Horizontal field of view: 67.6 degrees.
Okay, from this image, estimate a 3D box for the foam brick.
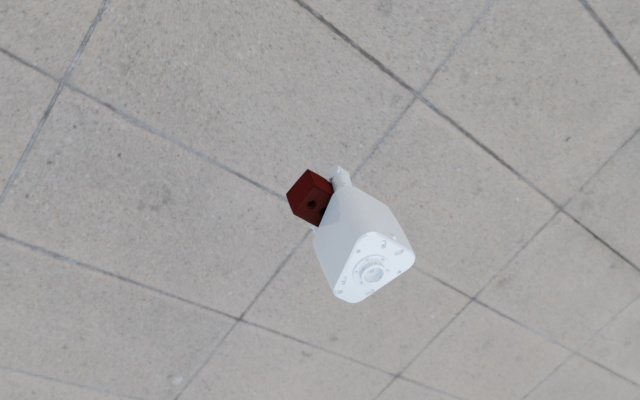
[{"bbox_3d":[0.000,0.002,0.677,0.078,0.053,0.051,29,22,-29],"label":"foam brick"}]
